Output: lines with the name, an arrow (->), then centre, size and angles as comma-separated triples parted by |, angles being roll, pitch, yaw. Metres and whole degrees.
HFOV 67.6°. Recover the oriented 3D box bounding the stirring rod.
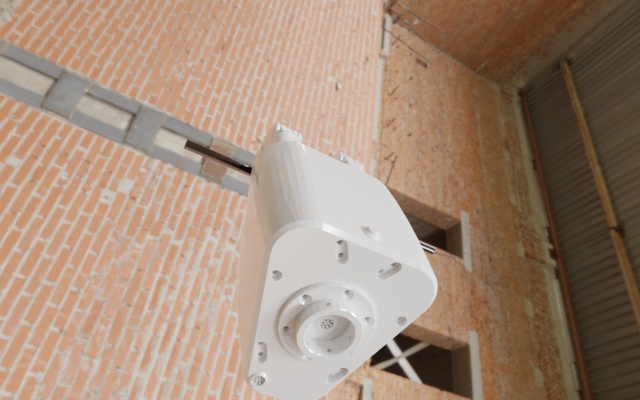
stirring rod -> 0.000, 0.001, 0.408 | 0.239, 0.011, 0.011 | 23, -8, -19
